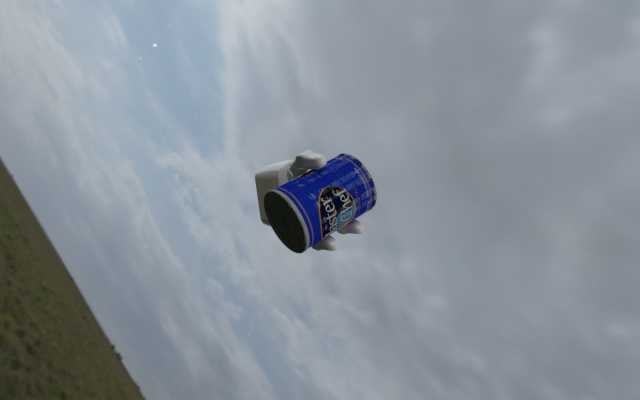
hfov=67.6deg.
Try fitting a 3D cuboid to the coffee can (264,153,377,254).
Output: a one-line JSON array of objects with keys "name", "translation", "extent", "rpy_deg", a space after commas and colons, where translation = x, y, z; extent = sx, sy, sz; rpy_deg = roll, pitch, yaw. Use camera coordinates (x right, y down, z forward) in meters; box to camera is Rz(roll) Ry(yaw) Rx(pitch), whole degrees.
[{"name": "coffee can", "translation": [0.000, 0.002, 0.727], "extent": [0.140, 0.103, 0.103], "rpy_deg": [-30, 15, -28]}]
